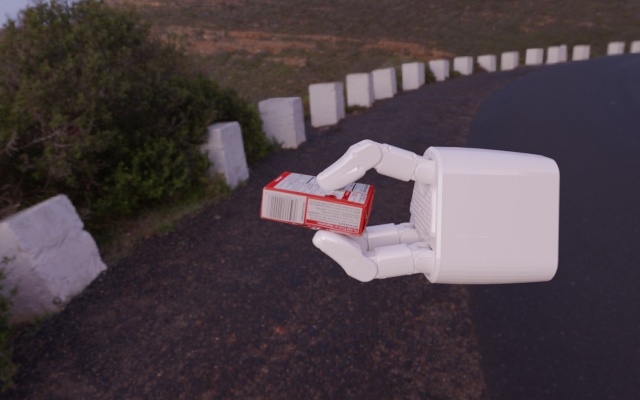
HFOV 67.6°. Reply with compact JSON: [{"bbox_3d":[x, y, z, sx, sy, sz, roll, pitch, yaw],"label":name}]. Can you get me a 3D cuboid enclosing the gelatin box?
[{"bbox_3d":[0.000,0.001,0.421,0.089,0.030,0.073,10,16,8],"label":"gelatin box"}]
